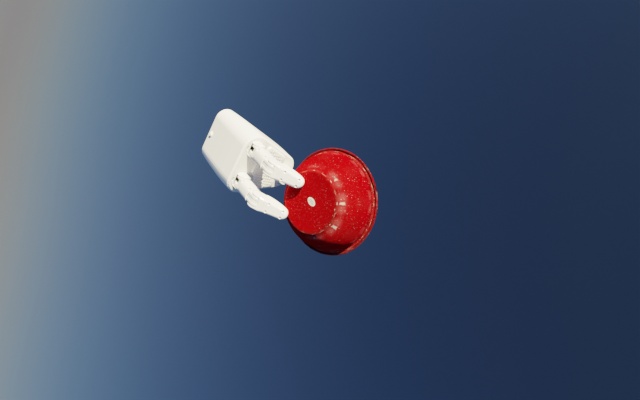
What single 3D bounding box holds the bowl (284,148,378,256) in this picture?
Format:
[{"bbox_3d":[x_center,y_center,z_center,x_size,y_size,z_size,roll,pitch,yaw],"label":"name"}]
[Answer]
[{"bbox_3d":[0.001,0.003,0.696,0.162,0.162,0.055,0,1,35],"label":"bowl"}]
